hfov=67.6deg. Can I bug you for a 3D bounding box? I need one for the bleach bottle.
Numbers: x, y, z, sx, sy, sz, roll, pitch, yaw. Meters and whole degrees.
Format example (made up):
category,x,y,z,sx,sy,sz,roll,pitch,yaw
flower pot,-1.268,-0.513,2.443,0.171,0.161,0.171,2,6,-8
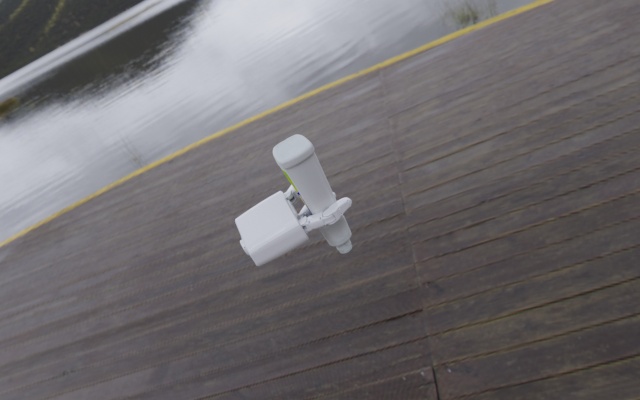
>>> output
category,x,y,z,sx,sy,sz,roll,pitch,yaw
bleach bottle,0.000,0.003,0.890,0.068,0.251,0.102,-31,28,-3
